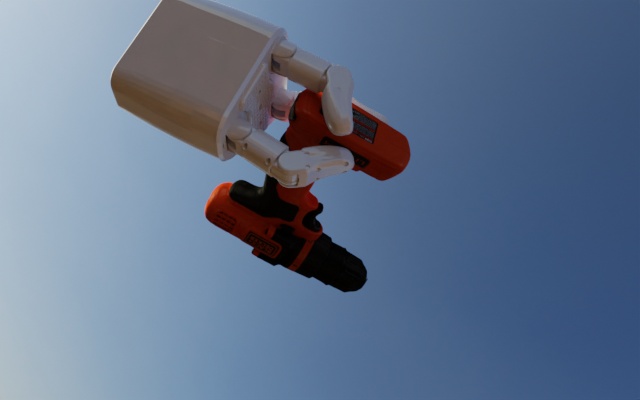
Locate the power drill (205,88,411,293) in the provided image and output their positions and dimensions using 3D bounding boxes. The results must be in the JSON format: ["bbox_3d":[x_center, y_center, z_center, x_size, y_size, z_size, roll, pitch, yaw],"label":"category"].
[{"bbox_3d":[0.000,0.001,0.448,0.184,0.057,0.188,29,-51,-11],"label":"power drill"}]
